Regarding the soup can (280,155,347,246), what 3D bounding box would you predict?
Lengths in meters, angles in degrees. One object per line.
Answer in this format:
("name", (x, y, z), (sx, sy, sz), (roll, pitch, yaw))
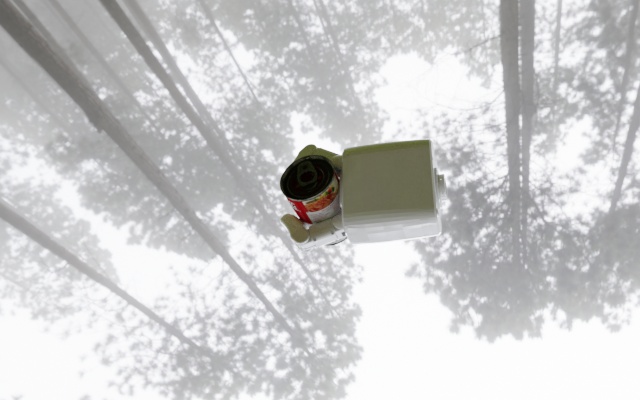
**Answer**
("soup can", (0.000, 0.002, 0.592), (0.068, 0.068, 0.102), (0, -36, 23))
